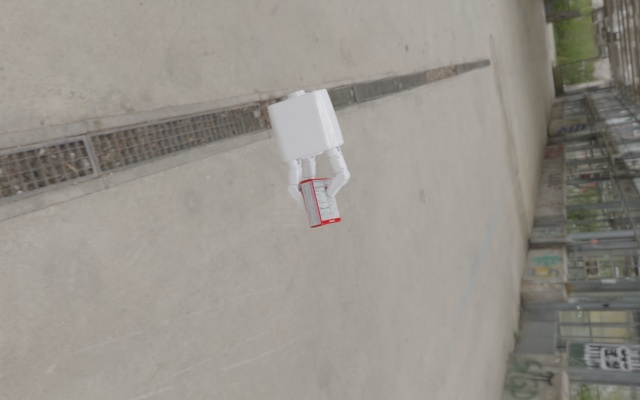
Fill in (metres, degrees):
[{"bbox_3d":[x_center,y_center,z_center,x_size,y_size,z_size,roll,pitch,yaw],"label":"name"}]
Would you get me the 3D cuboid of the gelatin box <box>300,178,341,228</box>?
[{"bbox_3d":[0.001,0.003,0.896,0.030,0.089,0.073,-16,-5,30],"label":"gelatin box"}]
